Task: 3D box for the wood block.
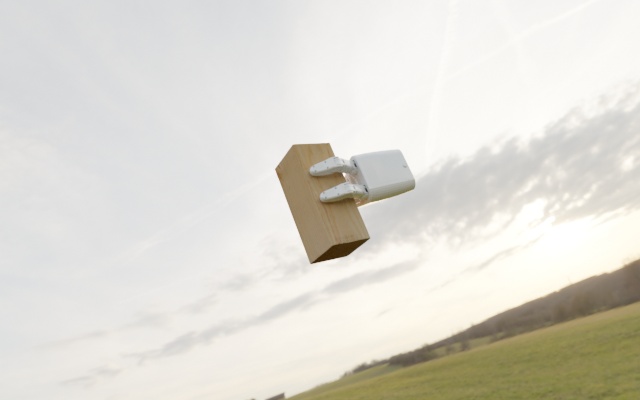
[{"bbox_3d":[0.000,0.003,0.900,0.090,0.206,0.091,-8,-24,-34],"label":"wood block"}]
